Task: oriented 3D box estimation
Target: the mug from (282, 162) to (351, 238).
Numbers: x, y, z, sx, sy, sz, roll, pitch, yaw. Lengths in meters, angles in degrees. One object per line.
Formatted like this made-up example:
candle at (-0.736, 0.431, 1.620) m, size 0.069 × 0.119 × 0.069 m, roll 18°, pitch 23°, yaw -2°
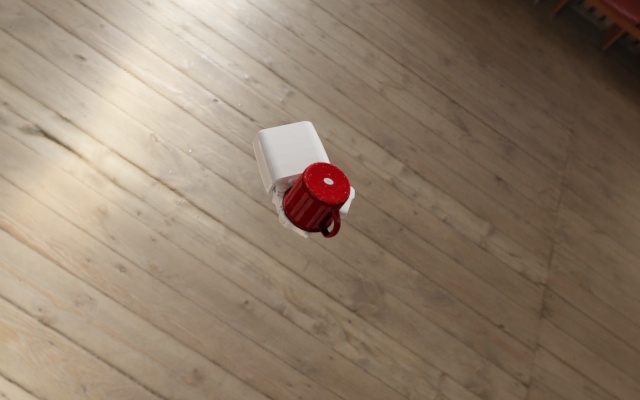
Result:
mug at (0.001, 0.004, 0.754) m, size 0.093 × 0.117 × 0.081 m, roll -7°, pitch -26°, yaw -30°
